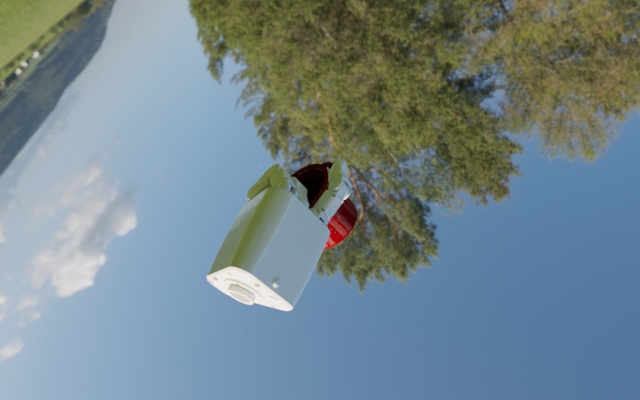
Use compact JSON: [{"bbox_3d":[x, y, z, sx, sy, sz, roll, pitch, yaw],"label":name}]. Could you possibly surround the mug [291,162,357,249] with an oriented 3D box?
[{"bbox_3d":[0.001,0.001,0.646,0.093,0.117,0.081,-7,-43,45],"label":"mug"}]
